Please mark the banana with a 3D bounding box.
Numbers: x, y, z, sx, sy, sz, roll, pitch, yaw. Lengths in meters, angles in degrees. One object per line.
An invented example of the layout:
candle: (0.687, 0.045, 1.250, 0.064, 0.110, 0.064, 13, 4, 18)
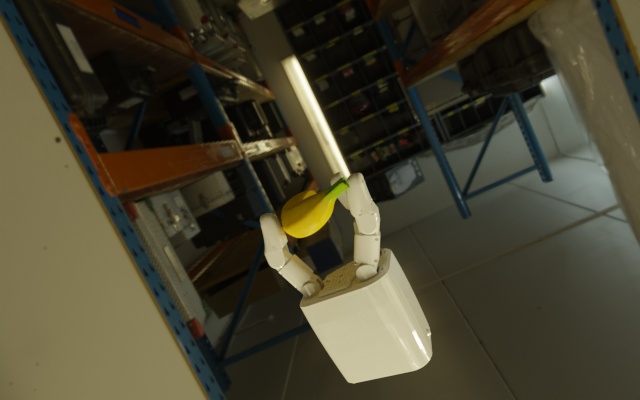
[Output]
banana: (-0.015, 0.012, 0.533, 0.069, 0.037, 0.198, -34, 6, -10)
